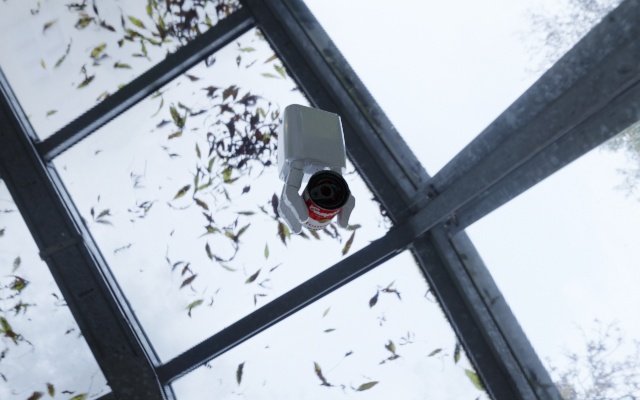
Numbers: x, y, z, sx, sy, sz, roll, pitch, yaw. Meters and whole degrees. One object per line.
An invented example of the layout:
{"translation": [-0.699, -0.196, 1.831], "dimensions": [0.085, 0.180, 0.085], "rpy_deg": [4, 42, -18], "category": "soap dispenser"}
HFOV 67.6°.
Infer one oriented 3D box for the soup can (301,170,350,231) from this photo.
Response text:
{"translation": [0.000, 0.003, 0.772], "dimensions": [0.068, 0.068, 0.102], "rpy_deg": [0, -22, -15], "category": "soup can"}
